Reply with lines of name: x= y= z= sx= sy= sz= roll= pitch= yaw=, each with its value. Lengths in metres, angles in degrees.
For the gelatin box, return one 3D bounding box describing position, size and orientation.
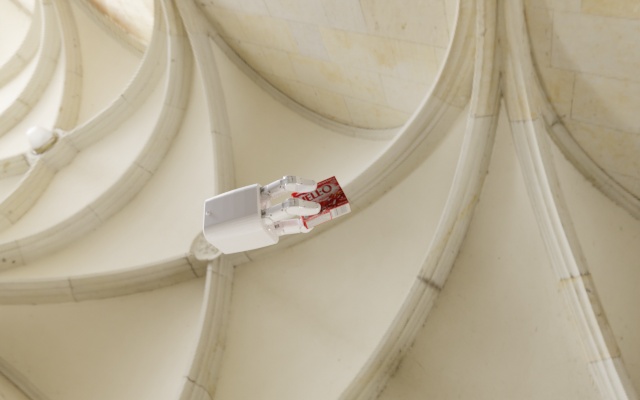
gelatin box: x=0.001 y=0.003 z=0.854 sx=0.089 sy=0.073 sz=0.030 roll=-22 pitch=-41 yaw=-5
